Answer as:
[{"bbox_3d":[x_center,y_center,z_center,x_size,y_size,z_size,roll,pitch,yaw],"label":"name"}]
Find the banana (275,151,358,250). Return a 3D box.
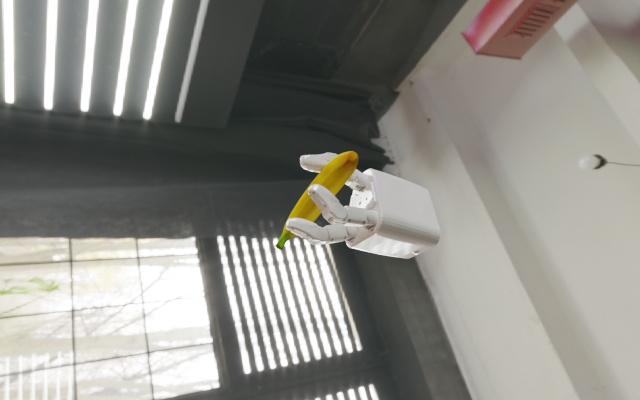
[{"bbox_3d":[0.000,-0.006,0.678,0.037,0.198,0.069,29,34,-13],"label":"banana"}]
